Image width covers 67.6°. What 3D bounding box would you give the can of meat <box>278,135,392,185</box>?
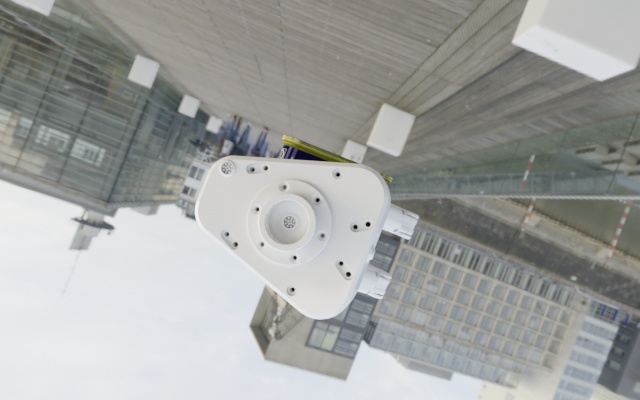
[{"bbox_3d":[0.000,0.002,0.421,0.102,0.084,0.057,22,-1,2],"label":"can of meat"}]
